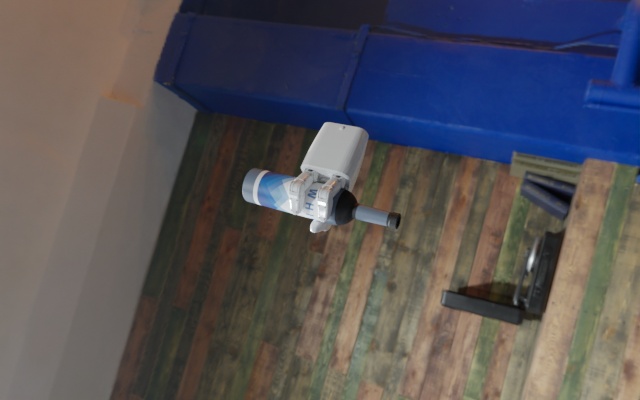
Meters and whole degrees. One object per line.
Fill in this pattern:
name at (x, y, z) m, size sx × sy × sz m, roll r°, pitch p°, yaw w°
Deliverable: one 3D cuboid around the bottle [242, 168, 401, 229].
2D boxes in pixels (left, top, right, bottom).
bottle at (0.000, 0.003, 0.860) m, size 0.295 × 0.069 × 0.069 m, roll 14°, pitch 5°, yaw 23°
